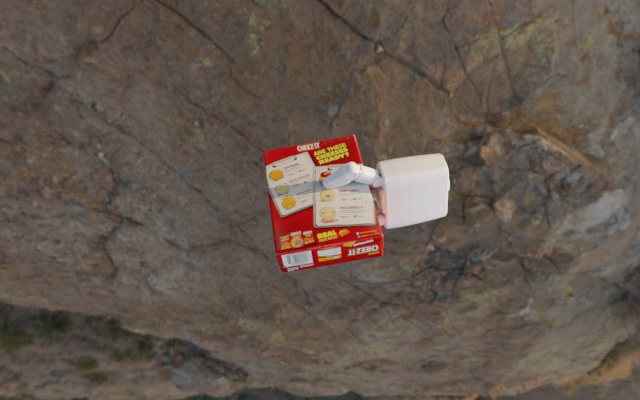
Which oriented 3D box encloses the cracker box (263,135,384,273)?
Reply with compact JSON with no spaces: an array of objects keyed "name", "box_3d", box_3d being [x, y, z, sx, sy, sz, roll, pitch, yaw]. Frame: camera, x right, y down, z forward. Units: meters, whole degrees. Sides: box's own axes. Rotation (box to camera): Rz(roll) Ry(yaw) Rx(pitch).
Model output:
[{"name":"cracker box","box_3d":[0.000,0.003,0.786,0.164,0.213,0.072,-10,-38,-2]}]
